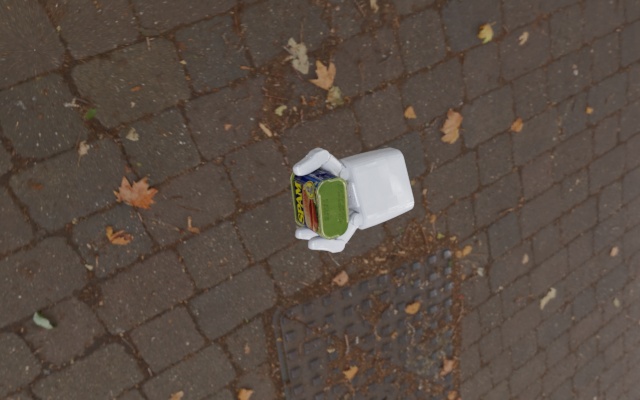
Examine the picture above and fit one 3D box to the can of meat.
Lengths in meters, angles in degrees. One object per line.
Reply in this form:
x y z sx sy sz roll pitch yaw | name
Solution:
0.000 0.002 0.744 0.057 0.102 0.084 -16 23 -26 | can of meat
